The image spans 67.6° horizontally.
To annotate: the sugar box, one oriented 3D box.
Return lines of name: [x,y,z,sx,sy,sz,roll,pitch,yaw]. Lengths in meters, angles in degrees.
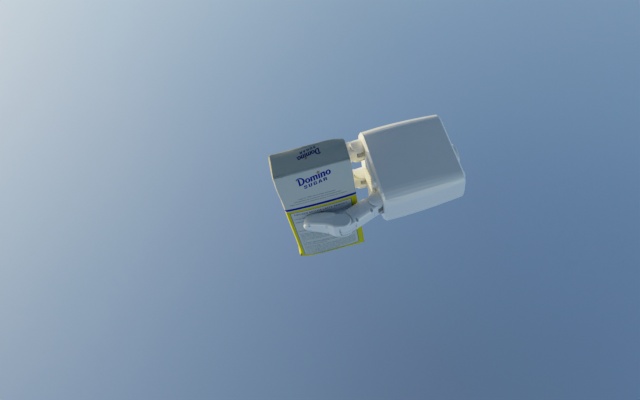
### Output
sugar box: [0.000,0.002,0.611,0.093,0.048,0.176,-14,-40,0]
